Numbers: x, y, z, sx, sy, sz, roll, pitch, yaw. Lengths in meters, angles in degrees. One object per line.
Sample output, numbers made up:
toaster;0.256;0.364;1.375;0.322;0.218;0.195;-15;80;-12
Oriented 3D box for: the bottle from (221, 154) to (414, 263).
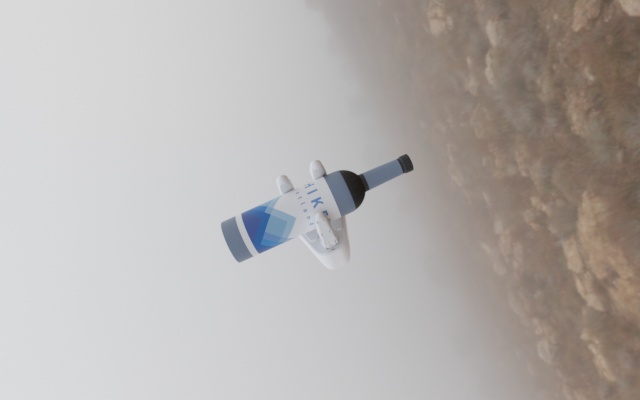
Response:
bottle;0.000;0.002;0.714;0.296;0.069;0.069;-24;1;-1
